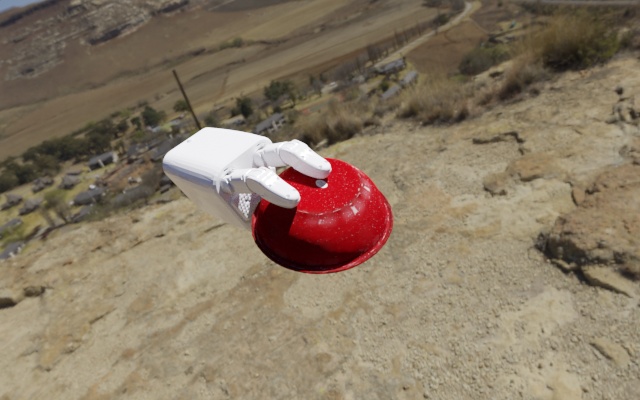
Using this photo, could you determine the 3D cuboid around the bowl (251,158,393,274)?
[{"bbox_3d":[0.001,0.002,0.528,0.162,0.055,0.162,-2,43,2],"label":"bowl"}]
